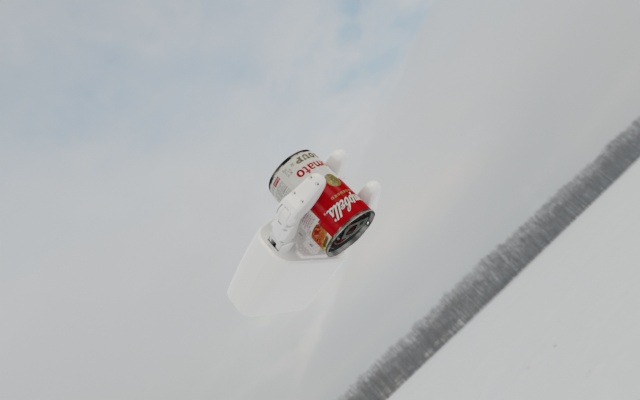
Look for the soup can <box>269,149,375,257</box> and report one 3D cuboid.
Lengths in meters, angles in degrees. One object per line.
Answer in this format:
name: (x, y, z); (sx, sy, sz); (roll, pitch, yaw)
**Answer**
soup can: (0.000, 0.001, 0.519); (0.102, 0.068, 0.068); (46, 20, 21)
